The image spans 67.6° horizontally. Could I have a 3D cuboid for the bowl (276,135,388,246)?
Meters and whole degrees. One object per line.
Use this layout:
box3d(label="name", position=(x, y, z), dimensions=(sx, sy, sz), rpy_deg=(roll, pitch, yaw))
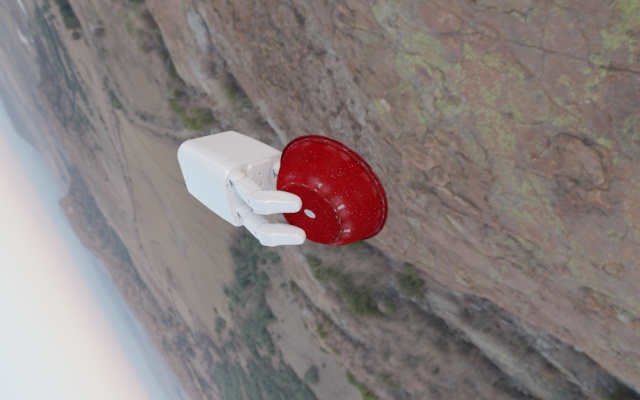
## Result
box3d(label="bowl", position=(0.001, 0.002, 0.589), dimensions=(0.162, 0.162, 0.055), rpy_deg=(0, 35, 41))
